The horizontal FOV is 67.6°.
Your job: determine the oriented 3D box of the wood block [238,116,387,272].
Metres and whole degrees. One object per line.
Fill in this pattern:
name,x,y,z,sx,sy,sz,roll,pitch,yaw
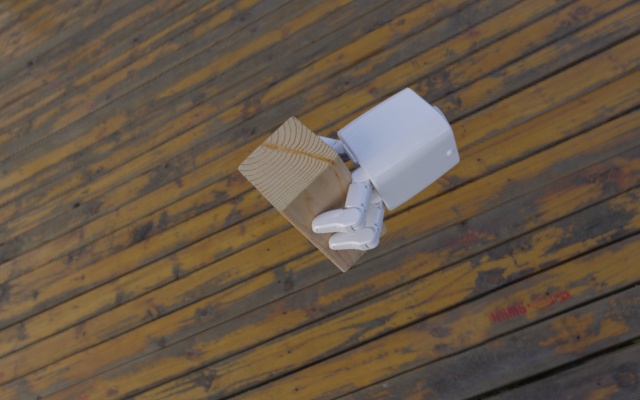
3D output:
wood block,0.000,0.001,0.604,0.090,0.090,0.206,44,-3,34
